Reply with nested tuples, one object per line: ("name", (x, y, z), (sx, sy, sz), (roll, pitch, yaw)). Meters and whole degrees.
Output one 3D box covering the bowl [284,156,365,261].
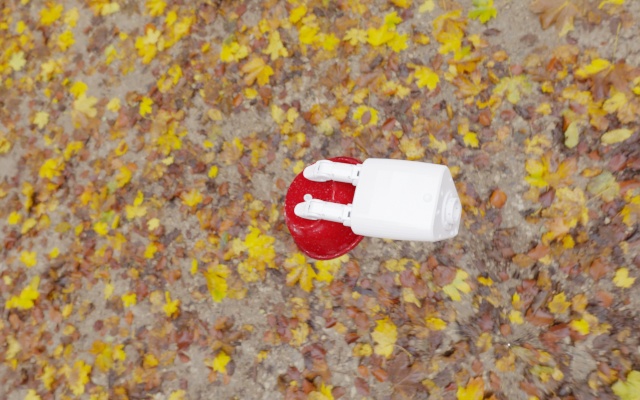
("bowl", (-0.001, 0.002, 0.690), (0.162, 0.162, 0.055), (0, -17, 40))
